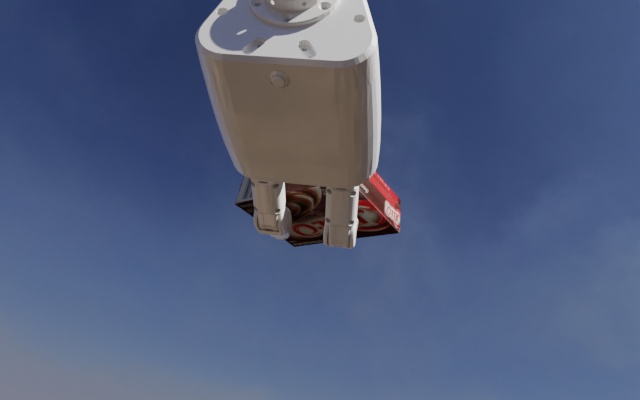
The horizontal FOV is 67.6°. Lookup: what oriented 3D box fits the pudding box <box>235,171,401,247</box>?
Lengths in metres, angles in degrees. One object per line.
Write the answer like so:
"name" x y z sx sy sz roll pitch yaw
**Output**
"pudding box" 0.000 0.001 0.407 0.113 0.039 0.090 -9 -34 32
